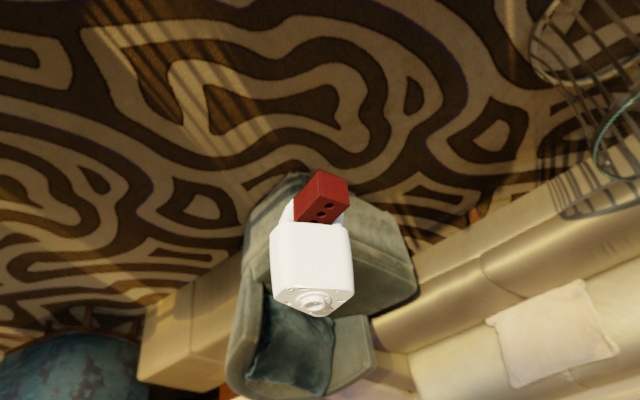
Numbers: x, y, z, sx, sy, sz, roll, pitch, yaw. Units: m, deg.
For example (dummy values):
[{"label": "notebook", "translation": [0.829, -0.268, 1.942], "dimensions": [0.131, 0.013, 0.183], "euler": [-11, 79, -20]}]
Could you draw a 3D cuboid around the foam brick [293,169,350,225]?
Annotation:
[{"label": "foam brick", "translation": [0.000, 0.002, 0.710], "dimensions": [0.053, 0.051, 0.078], "euler": [19, -46, -25]}]
